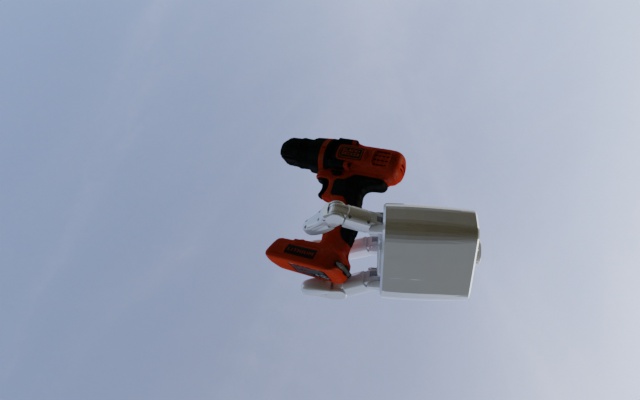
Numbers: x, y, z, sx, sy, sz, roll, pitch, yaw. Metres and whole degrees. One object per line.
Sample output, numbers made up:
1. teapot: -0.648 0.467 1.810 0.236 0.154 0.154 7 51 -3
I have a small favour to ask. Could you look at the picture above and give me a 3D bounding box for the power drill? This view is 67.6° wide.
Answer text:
1. power drill: 0.000 0.003 0.621 0.184 0.187 0.057 11 -21 30
